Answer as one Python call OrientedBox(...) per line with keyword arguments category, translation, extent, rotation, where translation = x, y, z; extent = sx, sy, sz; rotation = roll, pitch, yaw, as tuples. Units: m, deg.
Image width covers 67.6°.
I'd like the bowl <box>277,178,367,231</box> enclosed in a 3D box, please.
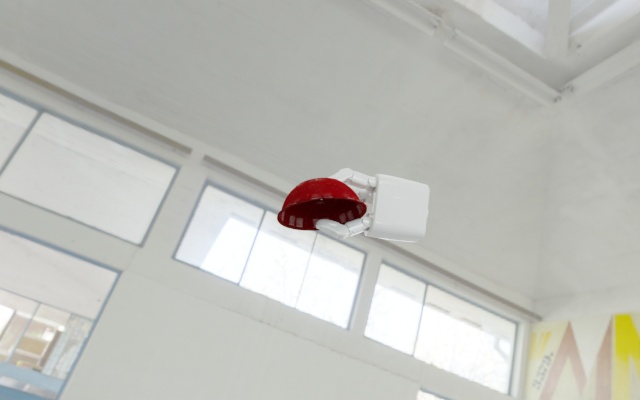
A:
OrientedBox(category="bowl", translation=(-0.001, 0.002, 0.857), extent=(0.162, 0.055, 0.162), rotation=(-6, -22, -2))
